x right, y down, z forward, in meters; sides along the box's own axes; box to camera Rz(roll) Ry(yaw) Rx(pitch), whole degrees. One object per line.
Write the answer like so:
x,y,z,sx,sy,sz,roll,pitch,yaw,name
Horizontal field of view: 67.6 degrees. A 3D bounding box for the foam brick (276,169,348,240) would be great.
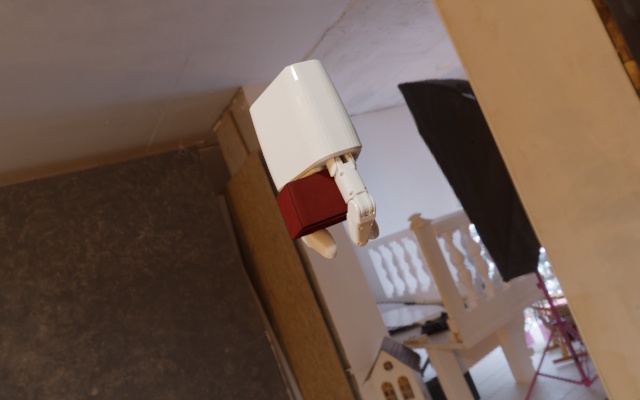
0.000,0.002,0.505,0.078,0.051,0.053,-20,-10,-22,foam brick
